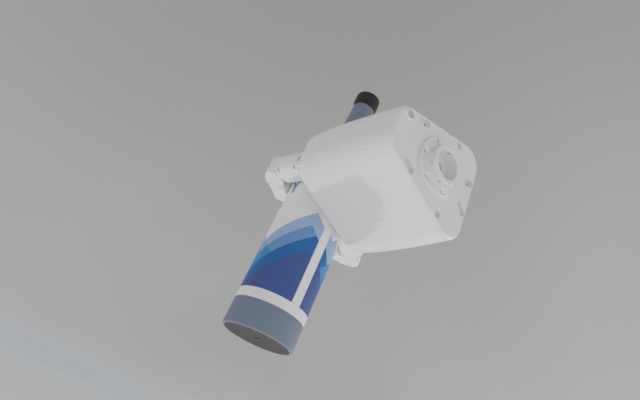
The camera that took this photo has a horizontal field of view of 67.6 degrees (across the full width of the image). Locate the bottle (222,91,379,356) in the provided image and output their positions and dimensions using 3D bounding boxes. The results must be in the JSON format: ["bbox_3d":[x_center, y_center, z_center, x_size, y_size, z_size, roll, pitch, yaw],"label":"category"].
[{"bbox_3d":[0.000,0.002,0.479,0.069,0.295,0.069,19,-29,11],"label":"bottle"}]
